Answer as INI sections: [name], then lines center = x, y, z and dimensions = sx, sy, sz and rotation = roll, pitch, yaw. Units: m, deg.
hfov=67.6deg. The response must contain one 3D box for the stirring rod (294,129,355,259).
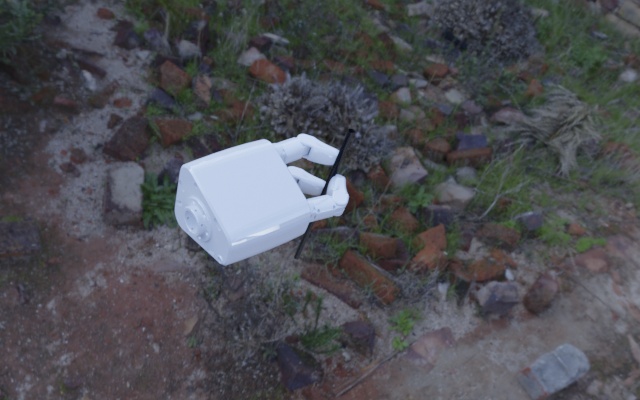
[stirring rod]
center = 0.000, 0.002, 0.630
dimensions = 0.011, 0.011, 0.240
rotation = 0, -43, -24
